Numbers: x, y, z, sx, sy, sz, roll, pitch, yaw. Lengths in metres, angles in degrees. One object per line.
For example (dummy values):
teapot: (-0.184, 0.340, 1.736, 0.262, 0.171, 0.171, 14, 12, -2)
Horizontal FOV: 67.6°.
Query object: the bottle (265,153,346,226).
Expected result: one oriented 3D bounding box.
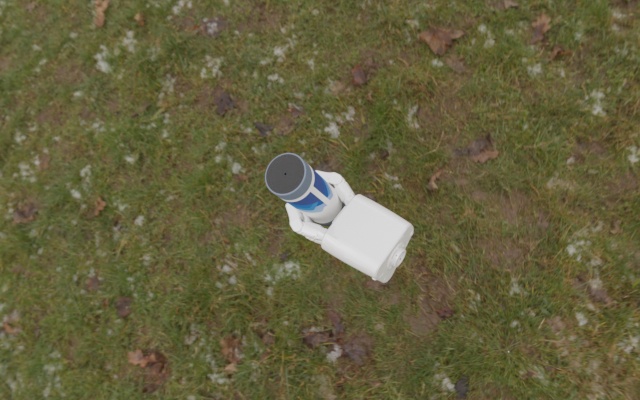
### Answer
bottle: (0.000, 0.003, 0.827, 0.069, 0.069, 0.296, 0, -16, 22)
